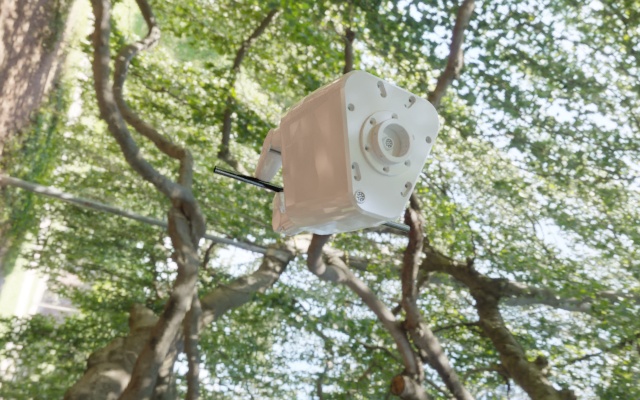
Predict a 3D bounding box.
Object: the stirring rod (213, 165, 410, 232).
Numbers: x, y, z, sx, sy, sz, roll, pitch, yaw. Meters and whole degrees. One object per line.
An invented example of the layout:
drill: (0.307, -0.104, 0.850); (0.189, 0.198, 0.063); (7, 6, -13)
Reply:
stirring rod: (0.000, 0.002, 0.520); (0.239, 0.011, 0.011); (17, -8, -25)
